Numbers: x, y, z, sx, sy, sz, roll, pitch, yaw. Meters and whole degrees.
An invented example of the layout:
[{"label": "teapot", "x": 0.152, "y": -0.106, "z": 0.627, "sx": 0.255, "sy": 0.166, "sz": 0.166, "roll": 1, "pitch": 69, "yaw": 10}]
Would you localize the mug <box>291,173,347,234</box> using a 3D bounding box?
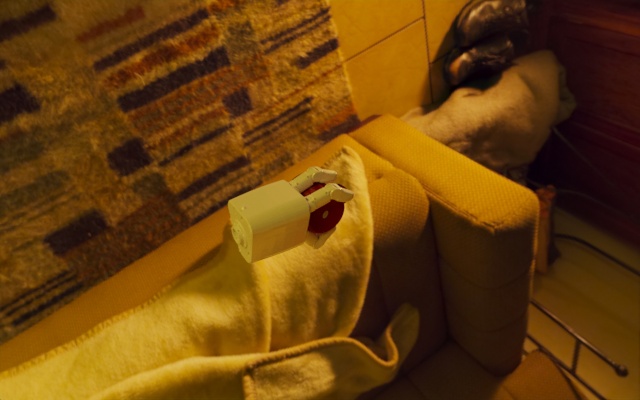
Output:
[{"label": "mug", "x": 0.001, "y": 0.003, "z": 0.870, "sx": 0.117, "sy": 0.093, "sz": 0.081, "roll": -21, "pitch": 40, "yaw": -25}]
